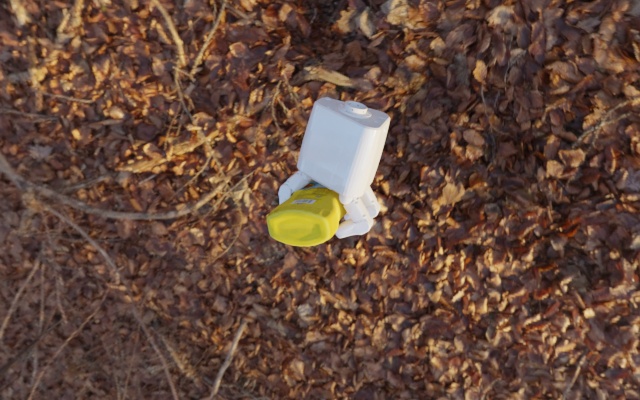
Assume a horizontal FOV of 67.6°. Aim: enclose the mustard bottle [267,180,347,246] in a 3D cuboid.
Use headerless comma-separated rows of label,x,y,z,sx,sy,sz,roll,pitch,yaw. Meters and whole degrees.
mustard bottle,0.000,0.003,0.728,0.096,0.058,0.191,-1,22,22
